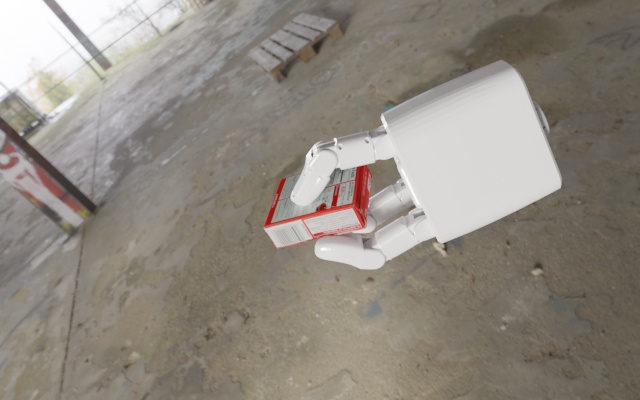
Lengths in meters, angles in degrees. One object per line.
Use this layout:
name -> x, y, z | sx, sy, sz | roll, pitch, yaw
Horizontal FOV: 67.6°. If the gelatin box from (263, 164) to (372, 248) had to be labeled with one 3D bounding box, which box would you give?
gelatin box -> 0.000, 0.001, 0.431 | 0.089, 0.030, 0.073 | -15, 35, 21
